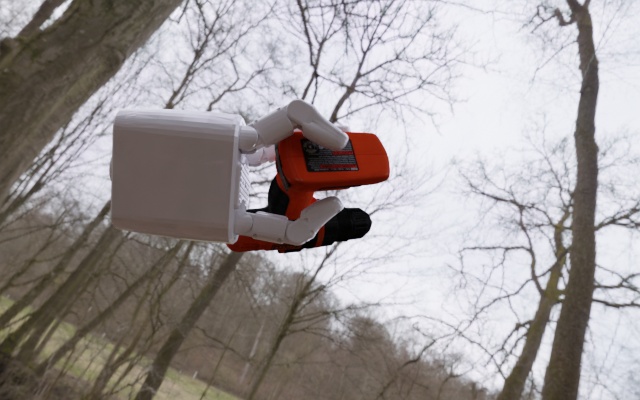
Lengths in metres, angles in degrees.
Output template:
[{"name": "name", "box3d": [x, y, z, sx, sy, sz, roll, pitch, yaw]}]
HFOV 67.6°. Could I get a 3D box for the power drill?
[{"name": "power drill", "box3d": [0.000, 0.001, 0.510, 0.184, 0.057, 0.188, -5, -27, -24]}]
